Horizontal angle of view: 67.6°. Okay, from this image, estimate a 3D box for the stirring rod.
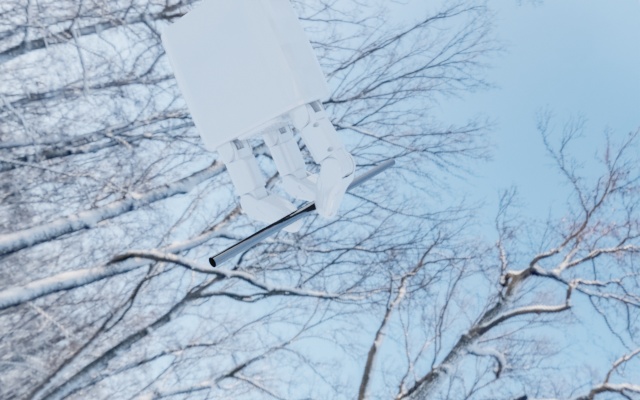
[{"bbox_3d":[0.000,0.001,0.414,0.011,0.011,0.239,0,20,42],"label":"stirring rod"}]
